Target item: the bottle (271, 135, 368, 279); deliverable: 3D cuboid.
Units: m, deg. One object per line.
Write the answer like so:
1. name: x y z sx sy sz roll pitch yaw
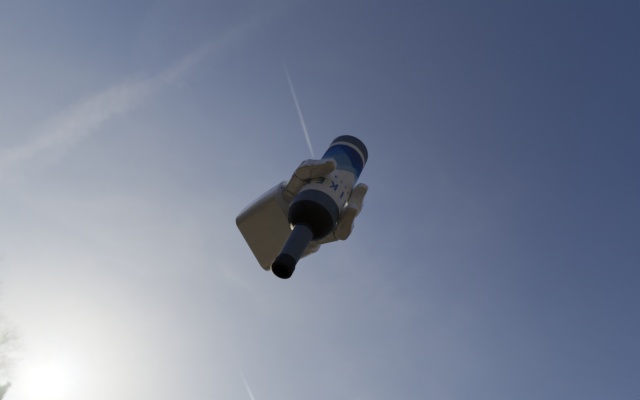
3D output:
1. bottle: 0.000 0.002 0.677 0.069 0.069 0.295 0 33 22
